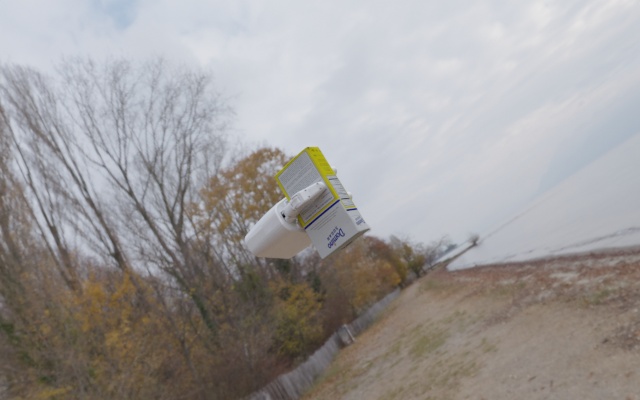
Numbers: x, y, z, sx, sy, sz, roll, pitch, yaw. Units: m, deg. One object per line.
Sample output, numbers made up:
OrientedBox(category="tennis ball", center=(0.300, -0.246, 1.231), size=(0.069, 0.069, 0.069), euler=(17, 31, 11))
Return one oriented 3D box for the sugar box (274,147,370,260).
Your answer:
OrientedBox(category="sugar box", center=(0.000, 0.003, 0.825), size=(0.093, 0.176, 0.048), euler=(-40, -15, 30))
